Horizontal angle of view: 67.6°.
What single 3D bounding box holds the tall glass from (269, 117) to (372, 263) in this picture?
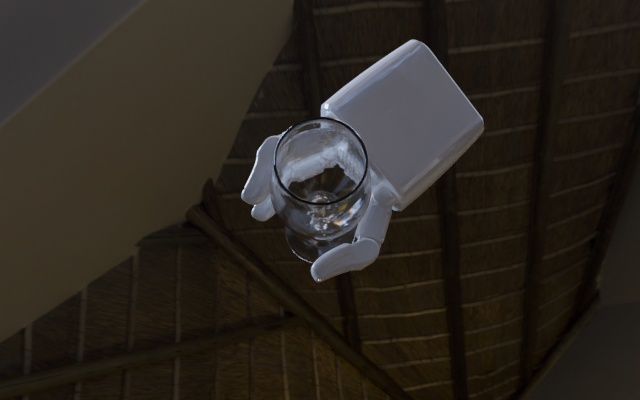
[{"bbox_3d":[0.000,0.002,0.404,0.079,0.079,0.201,0,-16,0],"label":"tall glass"}]
